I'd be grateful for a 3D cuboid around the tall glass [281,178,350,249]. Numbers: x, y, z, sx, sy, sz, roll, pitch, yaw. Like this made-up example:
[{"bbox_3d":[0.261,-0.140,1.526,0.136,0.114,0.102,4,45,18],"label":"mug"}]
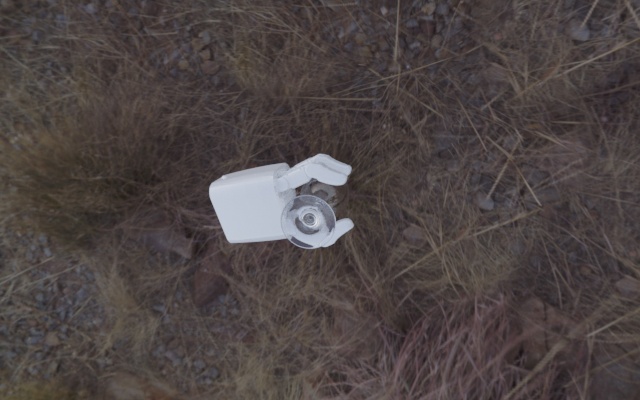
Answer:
[{"bbox_3d":[0.000,0.003,0.717,0.079,0.079,0.201,0,15,10],"label":"tall glass"}]
